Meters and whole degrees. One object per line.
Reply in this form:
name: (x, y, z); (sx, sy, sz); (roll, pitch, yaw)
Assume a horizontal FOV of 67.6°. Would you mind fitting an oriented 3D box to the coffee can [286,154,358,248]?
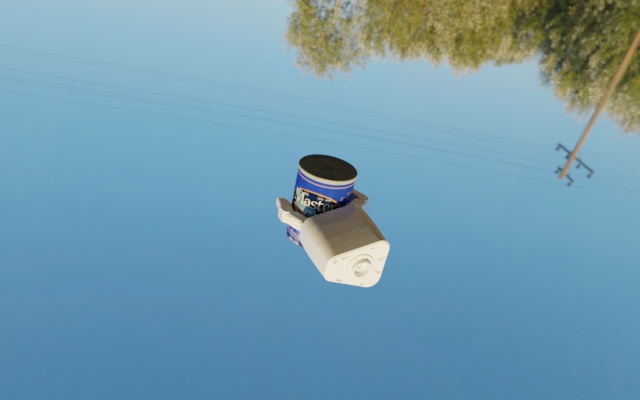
coffee can: (0.000, 0.003, 0.847); (0.103, 0.140, 0.102); (10, 29, -5)
